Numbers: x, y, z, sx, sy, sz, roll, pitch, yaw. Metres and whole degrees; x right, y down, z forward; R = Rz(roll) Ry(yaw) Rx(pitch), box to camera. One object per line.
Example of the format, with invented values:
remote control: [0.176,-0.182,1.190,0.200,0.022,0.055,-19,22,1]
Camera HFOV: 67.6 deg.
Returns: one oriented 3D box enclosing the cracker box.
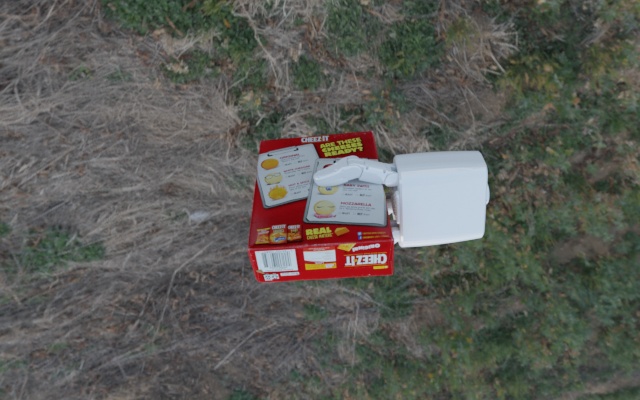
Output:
cracker box: [0.000,0.002,0.619,0.164,0.072,0.213,-4,41,2]
